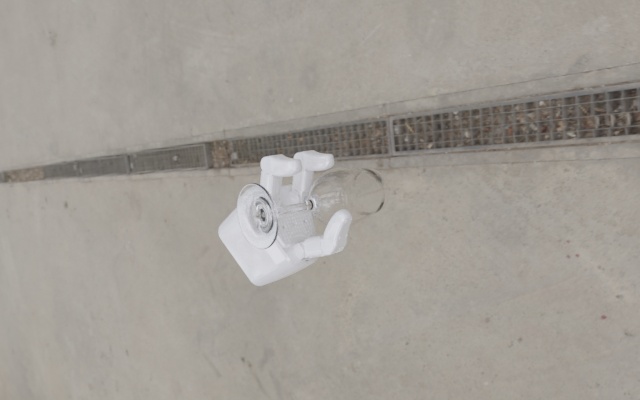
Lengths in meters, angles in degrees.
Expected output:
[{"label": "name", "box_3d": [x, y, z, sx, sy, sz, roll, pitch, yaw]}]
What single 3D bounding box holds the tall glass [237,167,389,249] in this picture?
[{"label": "tall glass", "box_3d": [0.000, 0.002, 0.592, 0.201, 0.079, 0.079, -13, 9, -43]}]
